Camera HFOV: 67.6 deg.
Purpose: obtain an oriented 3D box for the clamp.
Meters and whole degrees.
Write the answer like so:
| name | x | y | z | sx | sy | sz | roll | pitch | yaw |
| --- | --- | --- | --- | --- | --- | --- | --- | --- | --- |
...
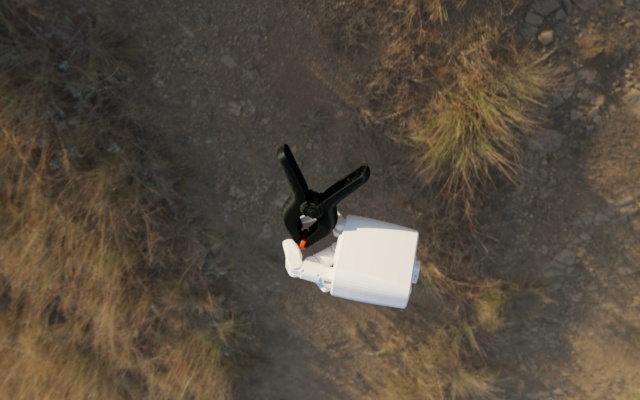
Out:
| name | x | y | z | sx | sy | sz | roll | pitch | yaw |
| --- | --- | --- | --- | --- | --- | --- | --- | --- | --- |
| clamp | 0.000 | 0.003 | 0.648 | 0.120 | 0.172 | 0.039 | 11 | 44 | 8 |
